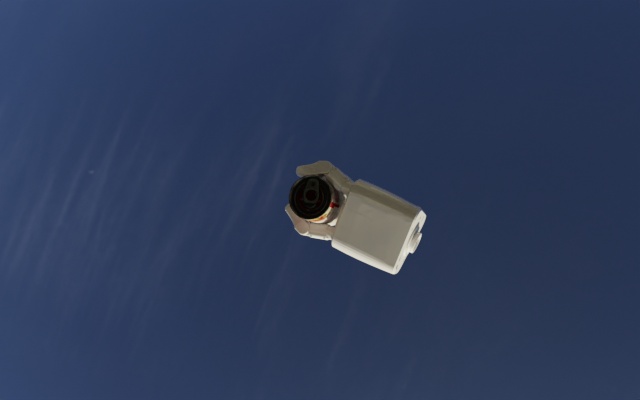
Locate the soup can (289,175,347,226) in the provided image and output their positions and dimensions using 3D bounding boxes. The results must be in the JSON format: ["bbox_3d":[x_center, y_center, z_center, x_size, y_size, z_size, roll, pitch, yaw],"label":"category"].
[{"bbox_3d":[0.000,0.002,0.752,0.068,0.068,0.102,0,-8,18],"label":"soup can"}]
